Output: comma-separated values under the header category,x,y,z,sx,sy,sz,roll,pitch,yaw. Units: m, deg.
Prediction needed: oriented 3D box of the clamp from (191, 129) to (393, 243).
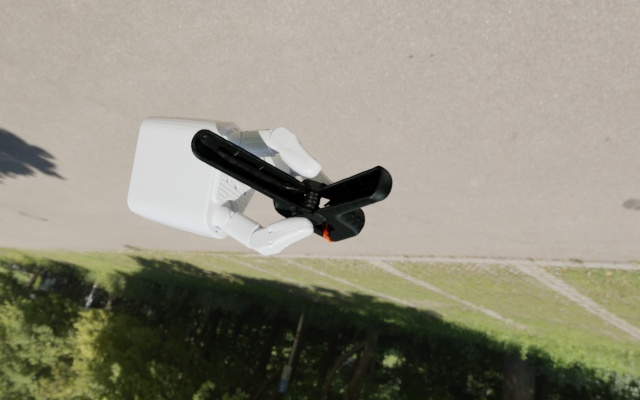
category,x,y,z,sx,sy,sz,roll,pitch,yaw
clamp,0.000,0.002,0.439,0.164,0.036,0.210,13,-16,24
